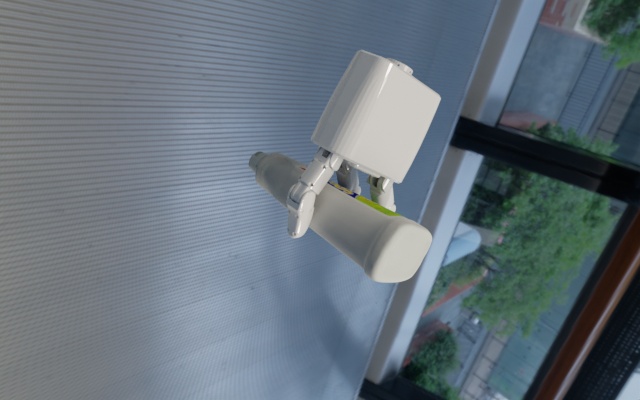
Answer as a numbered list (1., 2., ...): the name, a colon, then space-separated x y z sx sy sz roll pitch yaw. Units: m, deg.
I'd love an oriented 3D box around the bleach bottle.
1. bleach bottle: 0.000 0.002 0.553 0.250 0.068 0.102 32 9 34
